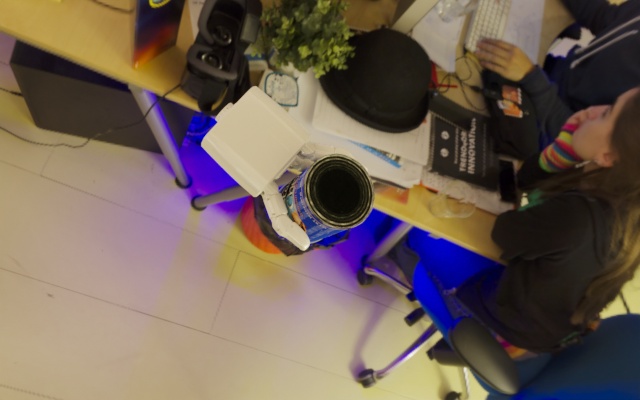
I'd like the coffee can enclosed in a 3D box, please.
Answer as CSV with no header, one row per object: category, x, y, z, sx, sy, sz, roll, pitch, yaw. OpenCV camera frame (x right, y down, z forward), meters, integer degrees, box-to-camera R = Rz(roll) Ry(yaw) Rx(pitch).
coffee can,0.000,0.002,0.688,0.103,0.102,0.140,0,-13,-23
